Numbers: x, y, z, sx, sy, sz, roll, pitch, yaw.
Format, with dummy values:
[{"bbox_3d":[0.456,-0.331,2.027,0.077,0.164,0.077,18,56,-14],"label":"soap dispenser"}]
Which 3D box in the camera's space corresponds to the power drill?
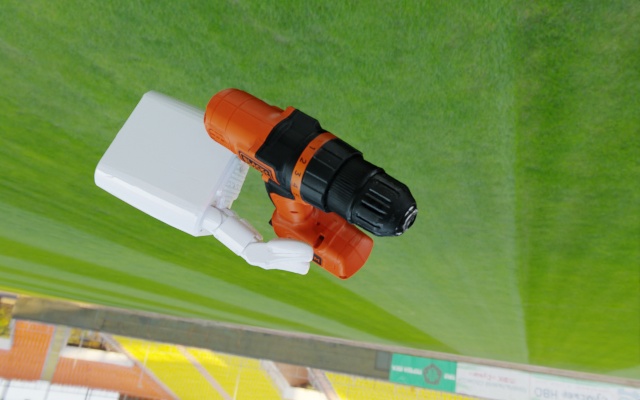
[{"bbox_3d":[0.000,0.001,0.406,0.184,0.057,0.188,34,-19,25],"label":"power drill"}]
